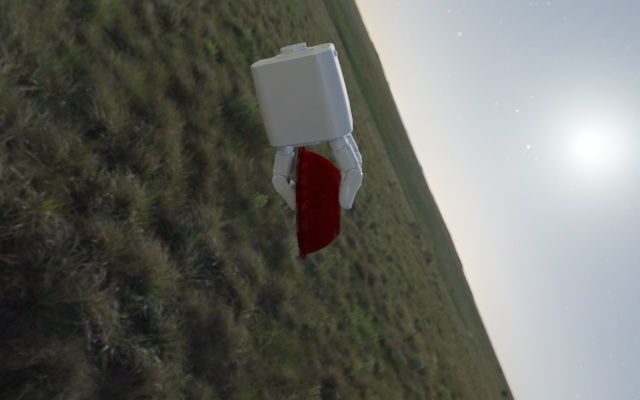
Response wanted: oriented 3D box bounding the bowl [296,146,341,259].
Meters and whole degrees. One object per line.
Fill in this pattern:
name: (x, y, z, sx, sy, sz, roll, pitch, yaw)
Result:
bowl: (0.001, 0.003, 0.677, 0.055, 0.162, 0.162, 0, 0, 3)
